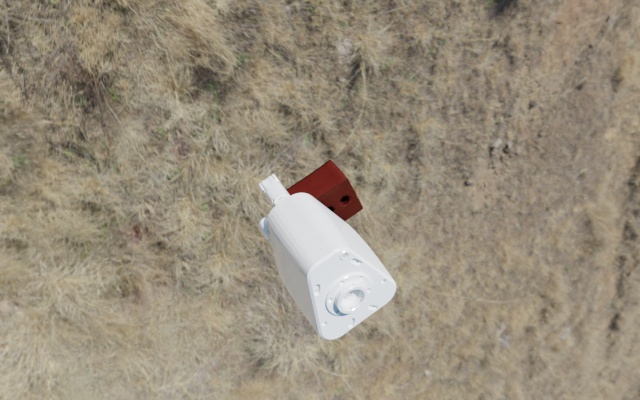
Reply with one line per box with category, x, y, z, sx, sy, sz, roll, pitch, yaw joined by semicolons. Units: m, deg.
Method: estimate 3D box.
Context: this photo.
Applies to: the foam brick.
foam brick;0.000;0.002;0.556;0.078;0.053;0.051;-35;38;-5
